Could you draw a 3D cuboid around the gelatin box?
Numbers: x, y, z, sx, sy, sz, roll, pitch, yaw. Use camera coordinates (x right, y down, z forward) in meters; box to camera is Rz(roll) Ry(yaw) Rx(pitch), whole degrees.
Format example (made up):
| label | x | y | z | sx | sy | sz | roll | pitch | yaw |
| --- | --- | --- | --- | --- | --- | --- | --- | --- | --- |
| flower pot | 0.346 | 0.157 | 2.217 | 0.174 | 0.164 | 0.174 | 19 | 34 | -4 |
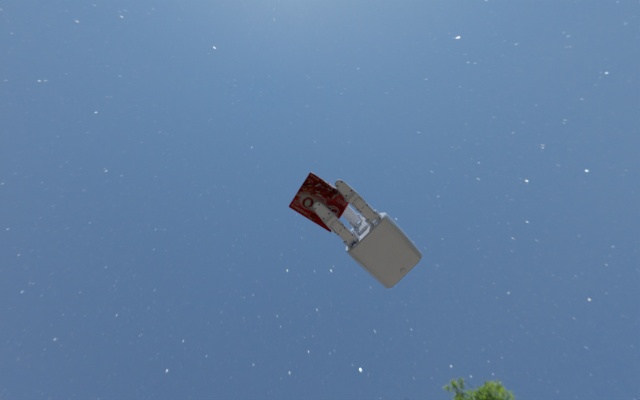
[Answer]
| label | x | y | z | sx | sy | sz | roll | pitch | yaw |
| --- | --- | --- | --- | --- | --- | --- | --- | --- | --- |
| gelatin box | 0.000 | 0.003 | 0.847 | 0.089 | 0.073 | 0.030 | 32 | 5 | -3 |
